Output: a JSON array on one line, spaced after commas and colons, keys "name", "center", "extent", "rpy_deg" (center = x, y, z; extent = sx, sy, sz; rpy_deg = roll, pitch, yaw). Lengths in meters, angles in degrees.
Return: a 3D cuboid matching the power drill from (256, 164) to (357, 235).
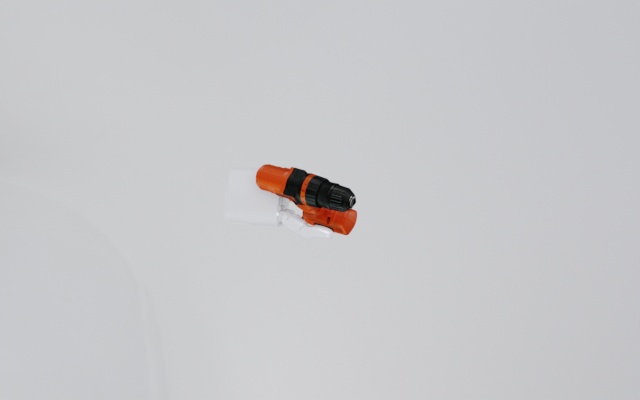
[{"name": "power drill", "center": [0.000, 0.003, 0.832], "extent": [0.184, 0.057, 0.188], "rpy_deg": [19, -14, 29]}]
